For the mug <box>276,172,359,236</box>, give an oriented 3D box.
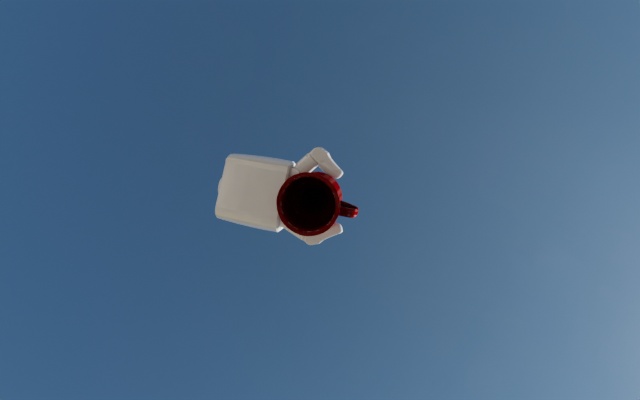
[{"bbox_3d":[0.002,0.003,0.717,0.117,0.093,0.081,12,10,8],"label":"mug"}]
